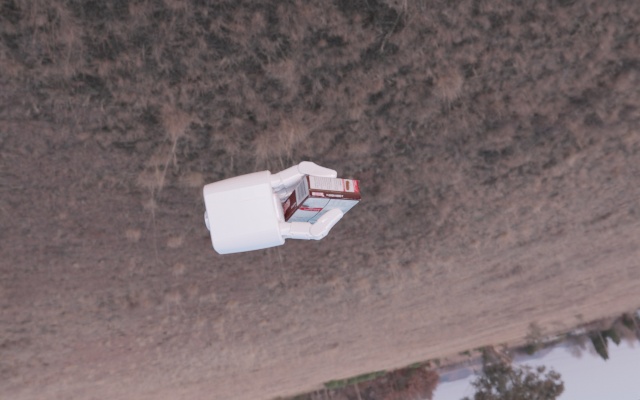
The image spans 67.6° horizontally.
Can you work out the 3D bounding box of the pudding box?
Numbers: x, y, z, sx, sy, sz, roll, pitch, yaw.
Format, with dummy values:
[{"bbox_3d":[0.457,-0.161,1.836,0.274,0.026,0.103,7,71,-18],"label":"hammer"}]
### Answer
[{"bbox_3d":[0.000,0.003,0.758,0.090,0.039,0.113,3,-23,-23],"label":"pudding box"}]
